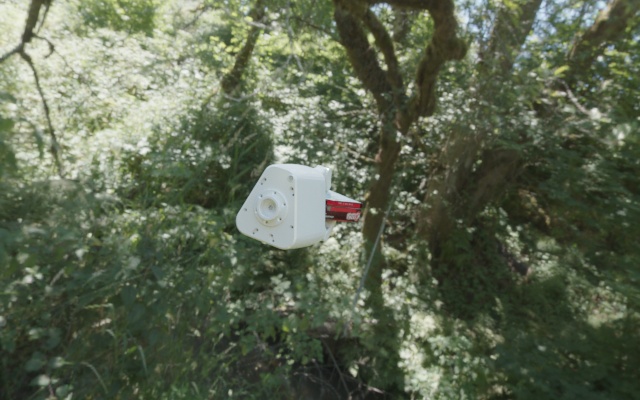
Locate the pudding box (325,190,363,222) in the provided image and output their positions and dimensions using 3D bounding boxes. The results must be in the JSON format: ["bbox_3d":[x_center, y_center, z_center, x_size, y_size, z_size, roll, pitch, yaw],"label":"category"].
[{"bbox_3d":[0.000,0.002,0.797,0.090,0.039,0.113,8,13,-43],"label":"pudding box"}]
